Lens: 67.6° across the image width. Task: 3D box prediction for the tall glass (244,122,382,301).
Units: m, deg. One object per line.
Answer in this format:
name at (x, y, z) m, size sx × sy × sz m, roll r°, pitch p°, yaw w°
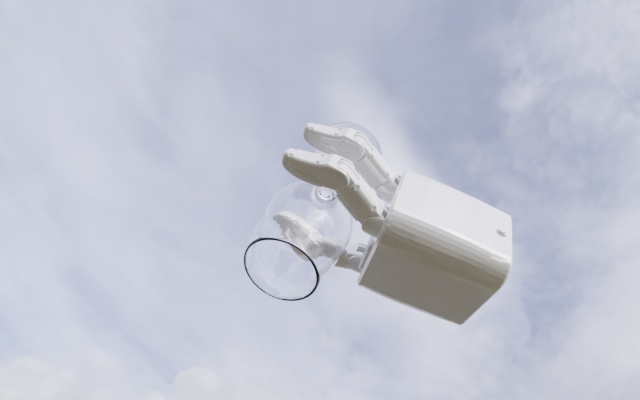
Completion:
tall glass at (0.000, 0.001, 0.440) m, size 0.079 × 0.079 × 0.201 m, roll 0°, pitch 31°, yaw 22°
